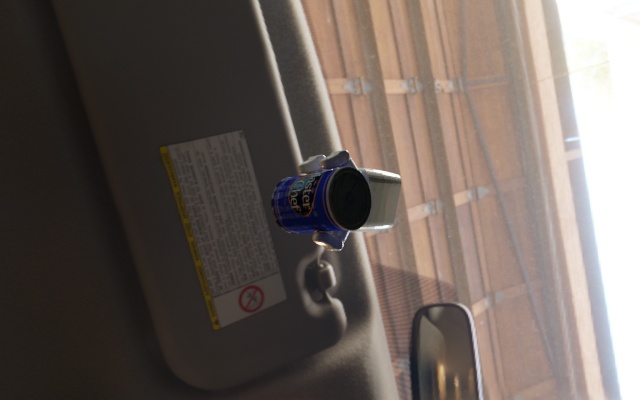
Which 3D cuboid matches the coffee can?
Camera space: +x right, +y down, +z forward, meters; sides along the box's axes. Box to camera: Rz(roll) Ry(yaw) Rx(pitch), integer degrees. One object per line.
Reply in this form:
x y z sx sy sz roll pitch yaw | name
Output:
0.000 0.003 0.806 0.103 0.103 0.140 0 -5 -45 | coffee can
